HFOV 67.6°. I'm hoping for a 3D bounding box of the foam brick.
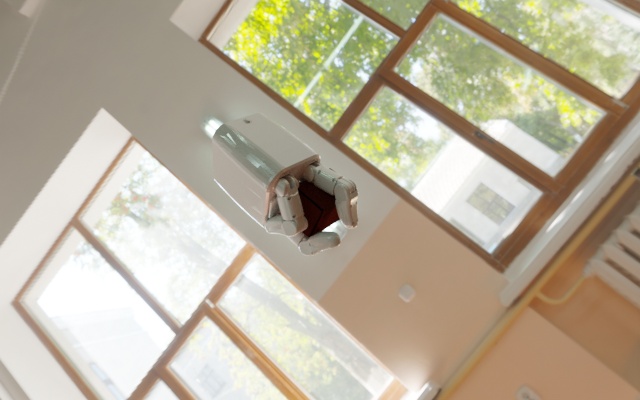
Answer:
[{"bbox_3d":[0.000,0.002,0.613,0.051,0.053,0.078,40,39,18],"label":"foam brick"}]
